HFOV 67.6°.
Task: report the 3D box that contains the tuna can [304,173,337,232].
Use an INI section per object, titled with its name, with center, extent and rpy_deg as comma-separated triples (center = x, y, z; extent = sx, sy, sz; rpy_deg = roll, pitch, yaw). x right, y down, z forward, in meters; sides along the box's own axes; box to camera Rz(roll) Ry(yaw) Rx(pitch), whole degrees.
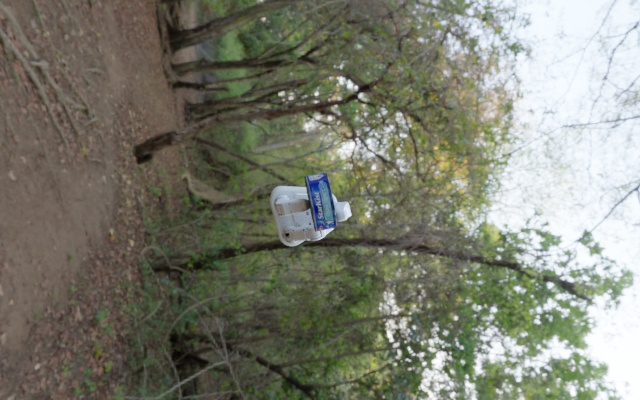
[tuna can]
center = 0.001, 0.002, 0.718
extent = 0.034, 0.086, 0.086
rpy_deg = -11, 0, -3
